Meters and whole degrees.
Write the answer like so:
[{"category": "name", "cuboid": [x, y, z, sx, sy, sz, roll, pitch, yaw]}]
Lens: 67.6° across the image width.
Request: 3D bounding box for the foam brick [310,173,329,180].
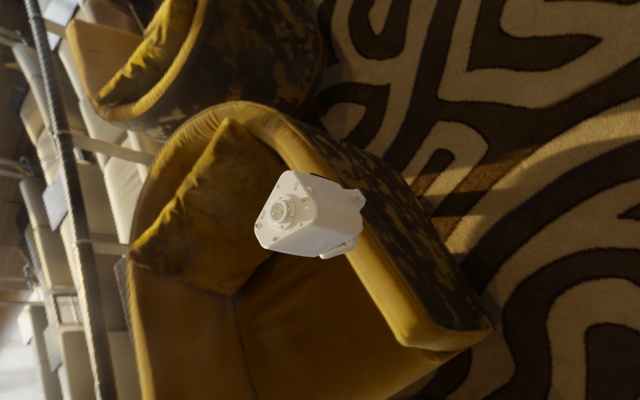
[{"category": "foam brick", "cuboid": [0.000, 0.002, 0.772, 0.053, 0.078, 0.051, -46, -34, 21]}]
